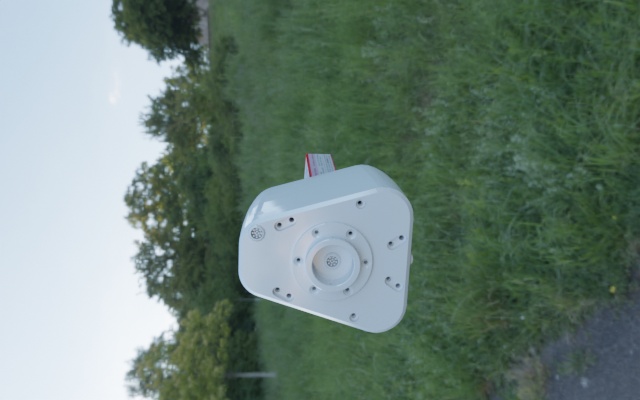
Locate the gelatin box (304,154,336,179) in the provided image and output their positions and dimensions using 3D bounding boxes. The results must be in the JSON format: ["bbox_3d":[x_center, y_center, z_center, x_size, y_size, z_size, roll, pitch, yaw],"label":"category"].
[{"bbox_3d":[0.000,0.001,0.466,0.030,0.073,0.089,1,23,-6],"label":"gelatin box"}]
